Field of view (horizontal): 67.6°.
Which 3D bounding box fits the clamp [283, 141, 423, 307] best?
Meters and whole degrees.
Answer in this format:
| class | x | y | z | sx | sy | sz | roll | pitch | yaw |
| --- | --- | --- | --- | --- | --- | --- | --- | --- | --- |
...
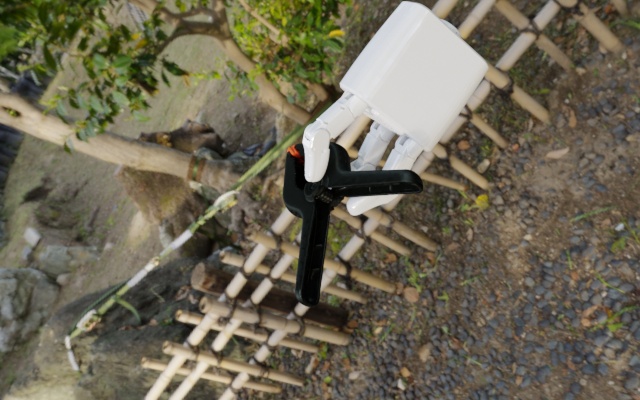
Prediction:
| class | x | y | z | sx | sy | sz | roll | pitch | yaw |
| --- | --- | --- | --- | --- | --- | --- | --- | --- | --- |
| clamp | -0.001 | 0.001 | 0.513 | 0.036 | 0.164 | 0.210 | 33 | 8 | -35 |
